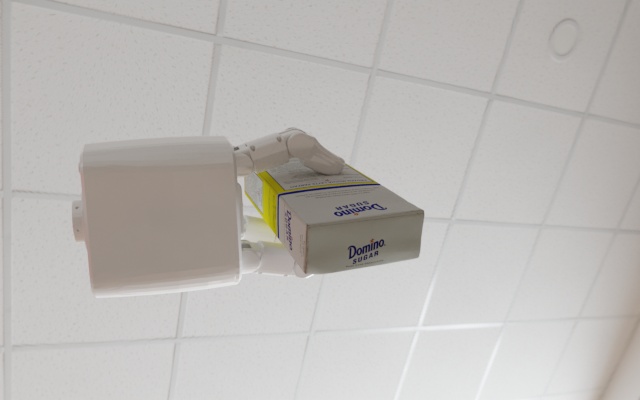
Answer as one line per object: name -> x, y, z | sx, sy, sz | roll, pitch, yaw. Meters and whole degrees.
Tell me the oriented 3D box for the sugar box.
sugar box -> 0.000, 0.002, 0.405 | 0.093, 0.048, 0.176 | -6, 24, -20
